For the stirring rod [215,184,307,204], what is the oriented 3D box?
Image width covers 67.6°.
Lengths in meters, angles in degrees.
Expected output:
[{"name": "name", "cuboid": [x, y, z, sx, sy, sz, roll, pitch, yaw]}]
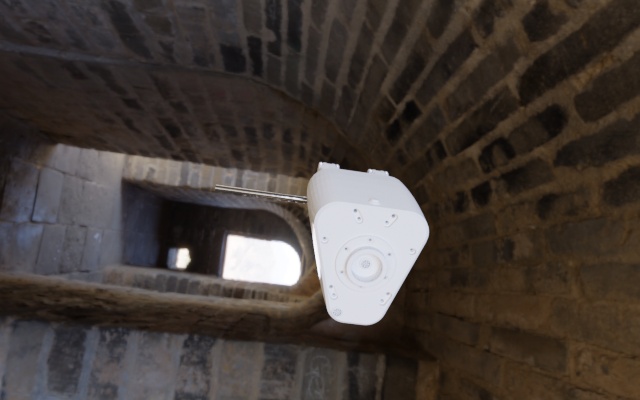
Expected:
[{"name": "stirring rod", "cuboid": [0.000, 0.002, 0.551, 0.239, 0.011, 0.011, 8, -1, -4]}]
